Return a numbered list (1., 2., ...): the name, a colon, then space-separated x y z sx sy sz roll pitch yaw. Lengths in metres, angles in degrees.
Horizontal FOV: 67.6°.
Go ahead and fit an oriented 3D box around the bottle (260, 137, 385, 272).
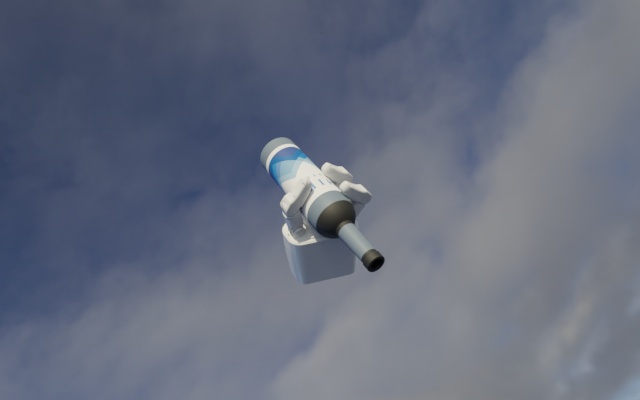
1. bottle: 0.000 0.002 0.722 0.069 0.069 0.295 0 34 -37
